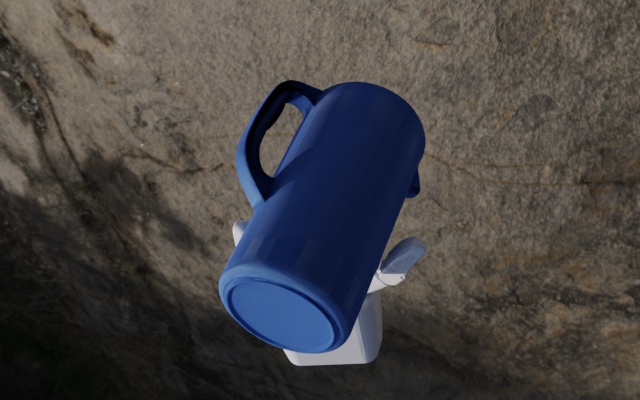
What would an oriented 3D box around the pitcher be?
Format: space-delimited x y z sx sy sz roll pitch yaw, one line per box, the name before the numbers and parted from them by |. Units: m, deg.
pitcher | 0.000 0.002 0.433 0.149 0.145 0.242 8 45 19
